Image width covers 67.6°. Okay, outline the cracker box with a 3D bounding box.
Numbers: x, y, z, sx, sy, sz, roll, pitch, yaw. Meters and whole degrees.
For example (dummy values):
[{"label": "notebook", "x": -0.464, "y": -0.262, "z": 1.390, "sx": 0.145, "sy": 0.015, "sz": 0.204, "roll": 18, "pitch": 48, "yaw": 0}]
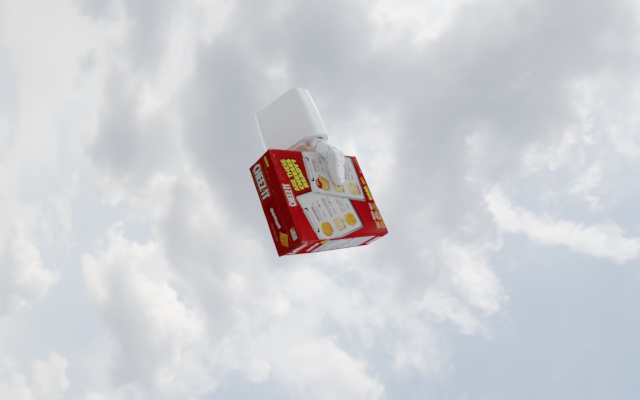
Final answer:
[{"label": "cracker box", "x": 0.000, "y": 0.003, "z": 0.817, "sx": 0.214, "sy": 0.164, "sz": 0.072, "roll": -2, "pitch": -26, "yaw": -45}]
